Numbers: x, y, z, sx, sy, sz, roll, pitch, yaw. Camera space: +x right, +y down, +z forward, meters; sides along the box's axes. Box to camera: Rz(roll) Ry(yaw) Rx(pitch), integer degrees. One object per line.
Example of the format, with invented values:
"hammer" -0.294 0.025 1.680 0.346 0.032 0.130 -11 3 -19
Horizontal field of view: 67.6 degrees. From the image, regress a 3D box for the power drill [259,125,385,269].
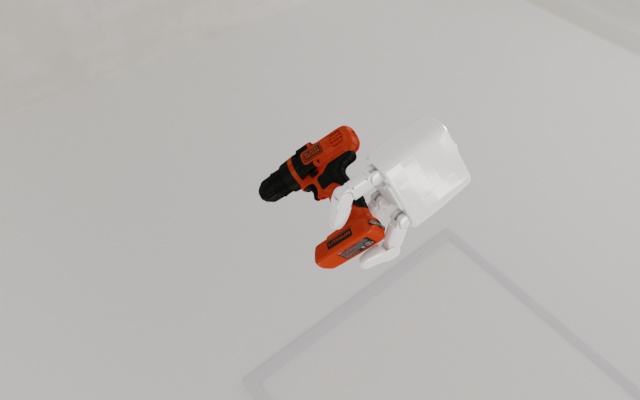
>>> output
"power drill" 0.001 0.003 0.709 0.184 0.187 0.057 -33 -28 21
